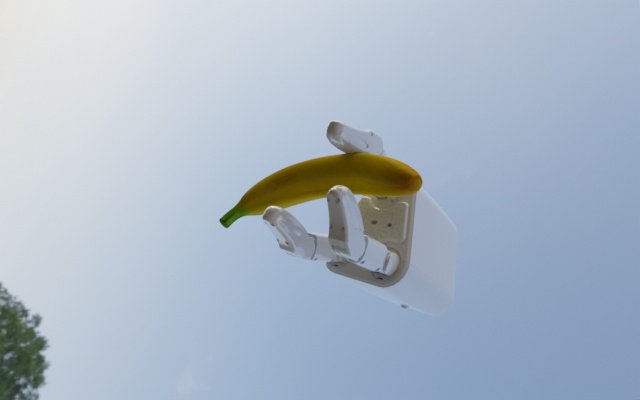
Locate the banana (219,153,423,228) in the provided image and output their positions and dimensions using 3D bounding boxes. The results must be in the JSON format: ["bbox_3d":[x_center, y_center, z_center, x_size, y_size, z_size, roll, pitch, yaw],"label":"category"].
[{"bbox_3d":[0.001,-0.011,0.428,0.198,0.069,0.037,-13,-49,30],"label":"banana"}]
